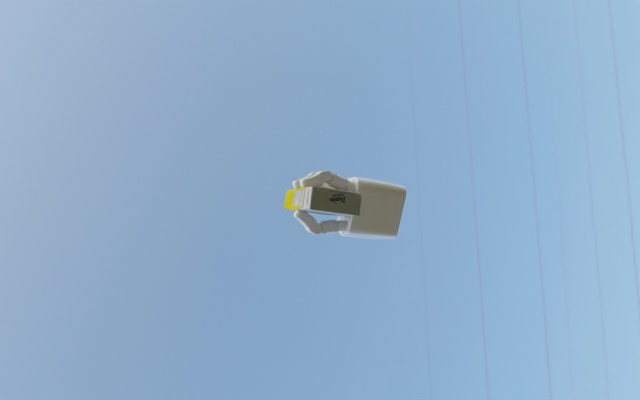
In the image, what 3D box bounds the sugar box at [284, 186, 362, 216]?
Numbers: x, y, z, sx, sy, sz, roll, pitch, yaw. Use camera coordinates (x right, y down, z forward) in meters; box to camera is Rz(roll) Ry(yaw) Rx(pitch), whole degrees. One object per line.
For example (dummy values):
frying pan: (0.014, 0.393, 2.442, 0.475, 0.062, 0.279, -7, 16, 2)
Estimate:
sugar box: (0.000, 0.002, 0.879, 0.093, 0.048, 0.176, 8, -6, -18)
